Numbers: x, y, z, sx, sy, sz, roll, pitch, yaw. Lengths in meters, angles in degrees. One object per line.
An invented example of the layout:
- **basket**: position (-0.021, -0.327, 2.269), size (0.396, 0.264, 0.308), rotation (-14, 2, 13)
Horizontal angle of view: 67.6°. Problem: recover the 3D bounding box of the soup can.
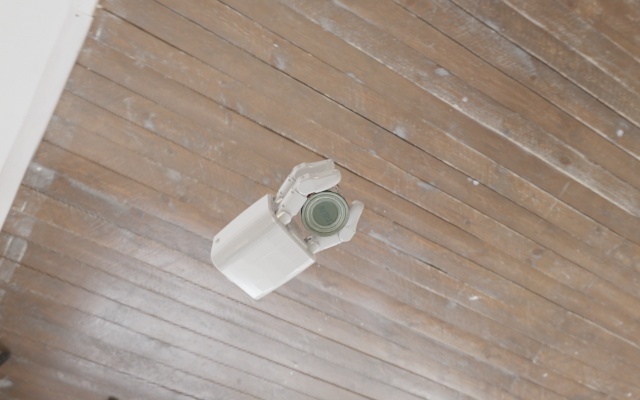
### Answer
- **soup can**: position (0.001, 0.002, 0.681), size (0.068, 0.068, 0.102), rotation (0, 19, -8)
